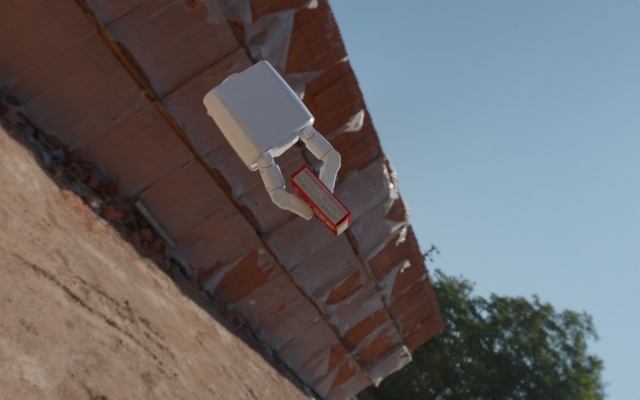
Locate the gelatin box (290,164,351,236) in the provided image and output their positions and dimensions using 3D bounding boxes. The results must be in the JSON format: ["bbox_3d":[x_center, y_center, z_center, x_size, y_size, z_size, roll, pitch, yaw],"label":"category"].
[{"bbox_3d":[0.001,0.002,0.628,0.030,0.089,0.073,-42,-12,-8],"label":"gelatin box"}]
